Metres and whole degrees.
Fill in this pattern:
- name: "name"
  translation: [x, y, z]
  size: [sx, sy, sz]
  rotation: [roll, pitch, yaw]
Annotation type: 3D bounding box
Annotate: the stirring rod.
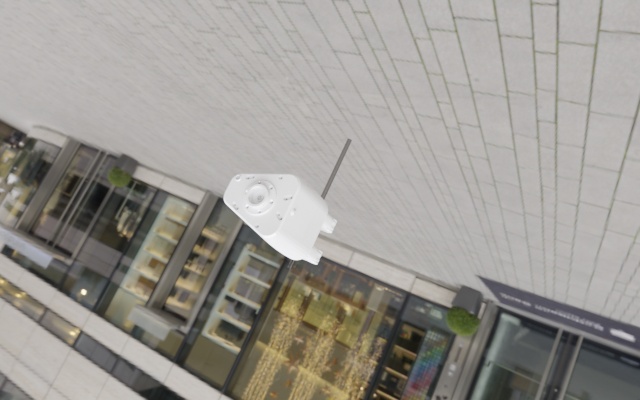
- name: "stirring rod"
  translation: [0.000, 0.002, 0.795]
  size: [0.011, 0.239, 0.011]
  rotation: [24, -11, 5]
